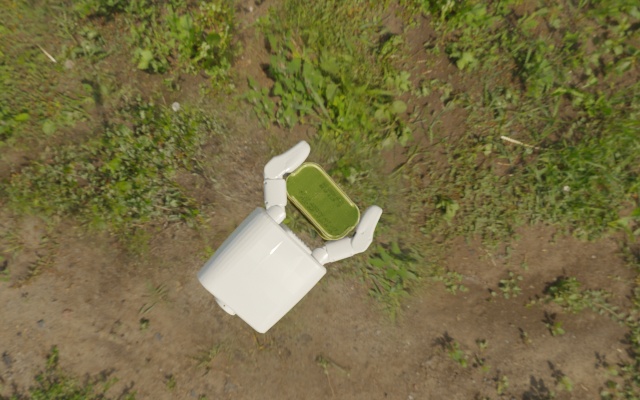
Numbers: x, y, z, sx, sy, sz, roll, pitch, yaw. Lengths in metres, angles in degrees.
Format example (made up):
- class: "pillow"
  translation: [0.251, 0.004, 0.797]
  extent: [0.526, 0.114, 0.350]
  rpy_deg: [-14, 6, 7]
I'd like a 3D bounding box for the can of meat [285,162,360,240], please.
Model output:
- class: "can of meat"
  translation: [0.000, 0.002, 0.589]
  extent: [0.057, 0.102, 0.084]
  rpy_deg: [-43, 0, -3]
